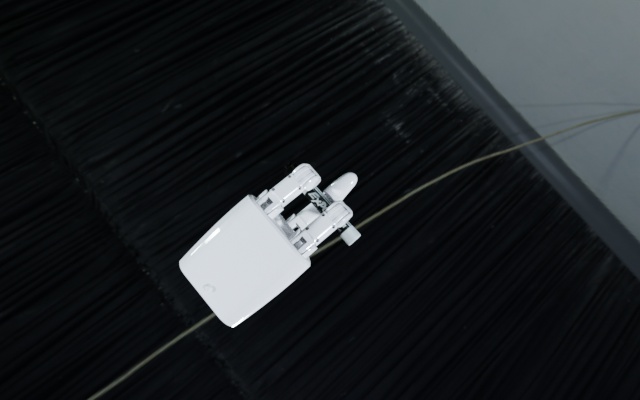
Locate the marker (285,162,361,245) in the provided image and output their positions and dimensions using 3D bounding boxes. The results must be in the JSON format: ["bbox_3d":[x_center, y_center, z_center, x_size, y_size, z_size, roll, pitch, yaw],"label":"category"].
[{"bbox_3d":[0.000,0.002,0.560,0.020,0.121,0.020,-41,-9,-8],"label":"marker"}]
